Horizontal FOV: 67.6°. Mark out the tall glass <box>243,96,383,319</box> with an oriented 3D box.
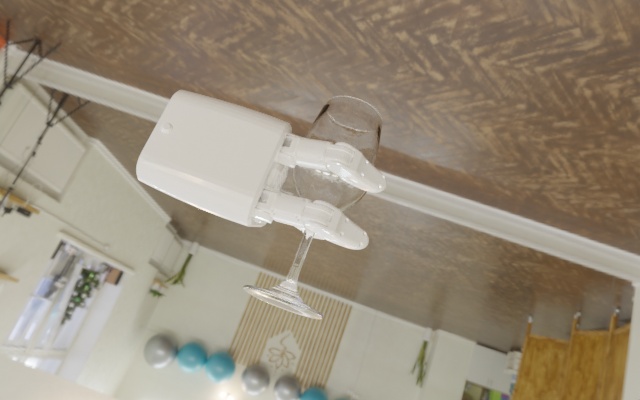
[{"bbox_3d":[0.000,0.002,0.446,0.079,0.201,0.079,19,-19,7],"label":"tall glass"}]
